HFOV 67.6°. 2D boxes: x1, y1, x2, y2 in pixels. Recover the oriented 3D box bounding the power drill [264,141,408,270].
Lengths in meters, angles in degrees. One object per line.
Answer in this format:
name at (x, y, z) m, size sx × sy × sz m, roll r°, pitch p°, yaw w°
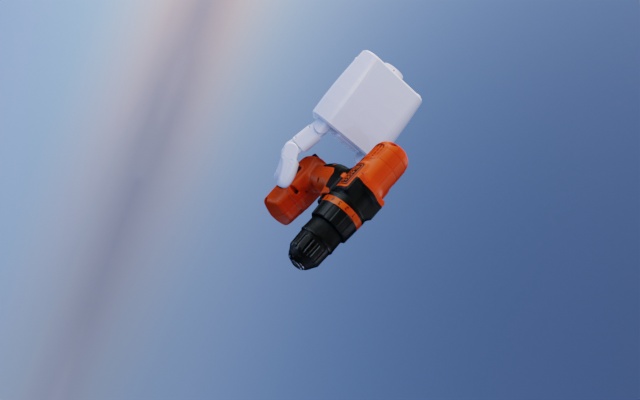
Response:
power drill at (0.000, 0.002, 0.596) m, size 0.184 × 0.057 × 0.187 m, roll -45°, pitch 24°, yaw -19°
